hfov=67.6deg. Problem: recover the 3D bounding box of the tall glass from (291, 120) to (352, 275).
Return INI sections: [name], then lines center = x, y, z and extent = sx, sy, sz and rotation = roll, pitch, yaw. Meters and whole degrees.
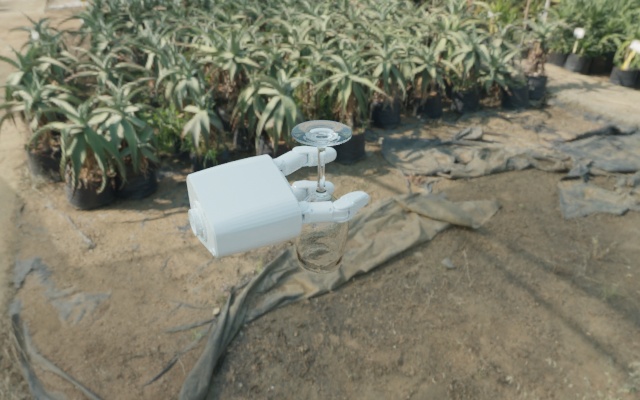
[tall glass]
center = 0.000, 0.001, 0.630
extent = 0.079, 0.201, 0.079
rotation = 0, 31, 0
